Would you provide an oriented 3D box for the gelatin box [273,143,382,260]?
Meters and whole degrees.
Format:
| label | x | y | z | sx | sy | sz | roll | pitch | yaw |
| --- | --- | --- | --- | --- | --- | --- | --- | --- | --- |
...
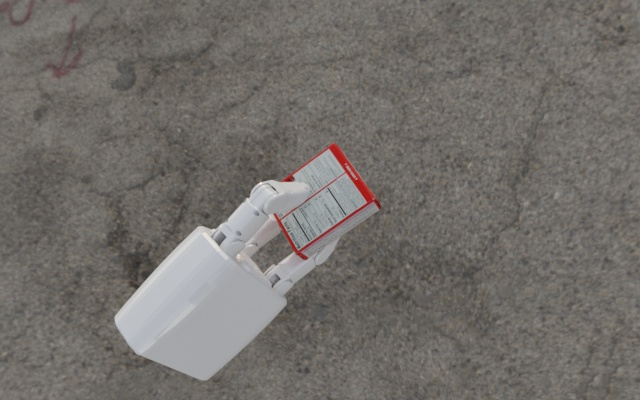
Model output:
| label | x | y | z | sx | sy | sz | roll | pitch | yaw |
| --- | --- | --- | --- | --- | --- | --- | --- | --- | --- |
| gelatin box | 0.000 | 0.001 | 0.449 | 0.089 | 0.073 | 0.030 | -36 | -28 | 5 |
